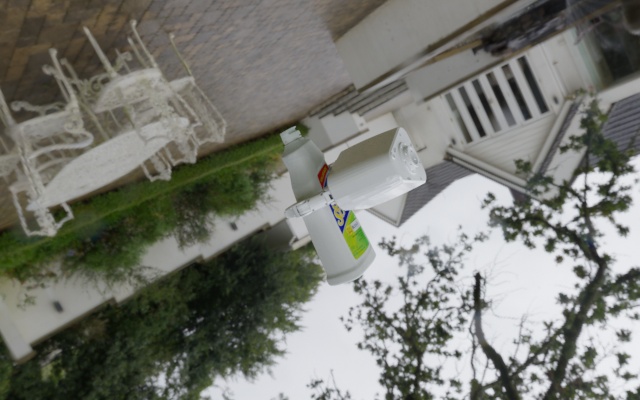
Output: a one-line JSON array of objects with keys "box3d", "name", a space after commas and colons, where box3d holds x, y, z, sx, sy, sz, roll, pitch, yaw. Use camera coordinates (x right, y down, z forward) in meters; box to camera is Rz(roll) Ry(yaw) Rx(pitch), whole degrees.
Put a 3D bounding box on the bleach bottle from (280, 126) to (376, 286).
[{"box3d": [0.000, 0.003, 0.762, 0.068, 0.251, 0.102, -23, 6, 32], "name": "bleach bottle"}]
